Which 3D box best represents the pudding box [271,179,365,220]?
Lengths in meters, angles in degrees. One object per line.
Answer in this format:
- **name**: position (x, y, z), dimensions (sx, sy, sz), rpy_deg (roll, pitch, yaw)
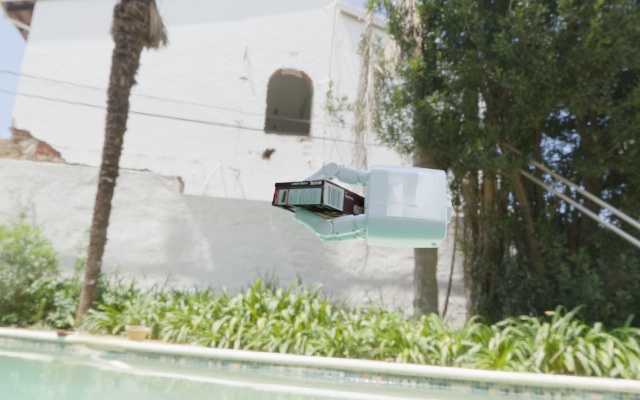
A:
- **pudding box**: position (0.000, 0.002, 0.686), dimensions (0.090, 0.039, 0.113), rpy_deg (-3, -16, 35)
